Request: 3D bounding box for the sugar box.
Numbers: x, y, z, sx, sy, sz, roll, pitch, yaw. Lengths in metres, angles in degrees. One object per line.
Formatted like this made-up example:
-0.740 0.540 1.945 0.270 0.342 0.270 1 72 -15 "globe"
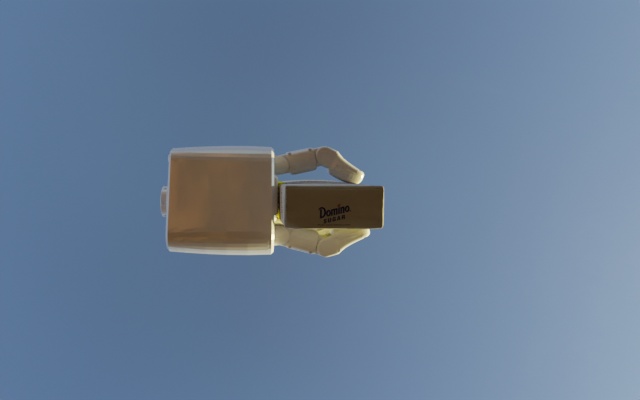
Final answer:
0.000 0.002 0.512 0.093 0.048 0.176 0 6 -8 "sugar box"
